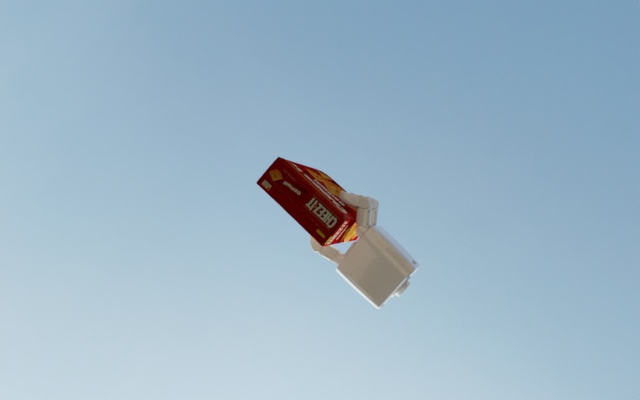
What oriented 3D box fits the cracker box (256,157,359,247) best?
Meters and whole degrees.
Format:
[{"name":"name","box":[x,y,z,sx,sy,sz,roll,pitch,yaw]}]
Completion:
[{"name":"cracker box","box":[0.000,0.003,0.891,0.164,0.072,0.214,42,10,16]}]
